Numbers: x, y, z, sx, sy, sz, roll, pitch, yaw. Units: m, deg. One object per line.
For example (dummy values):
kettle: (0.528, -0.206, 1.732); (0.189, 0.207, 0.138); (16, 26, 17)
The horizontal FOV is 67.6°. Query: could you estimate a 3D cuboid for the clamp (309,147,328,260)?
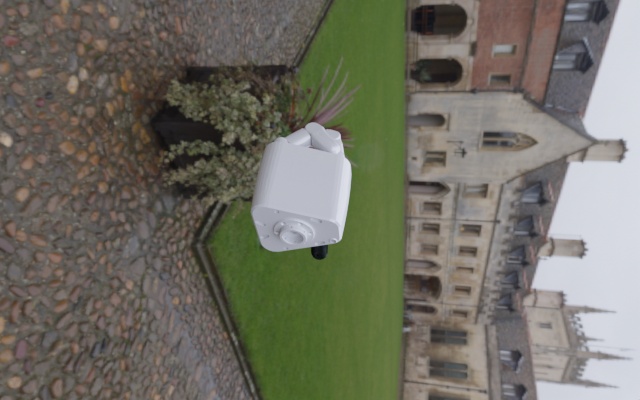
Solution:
clamp: (0.001, 0.002, 0.705); (0.039, 0.120, 0.172); (-3, -41, 8)
